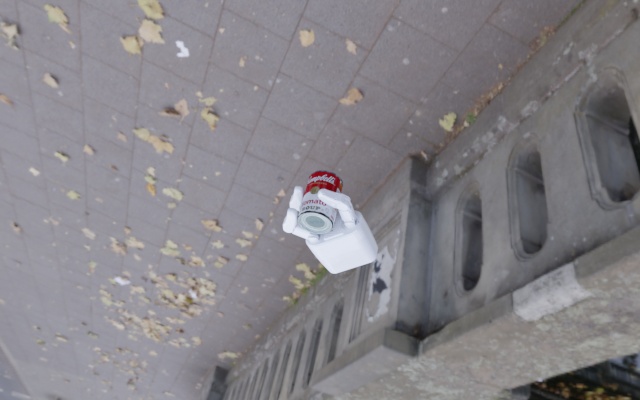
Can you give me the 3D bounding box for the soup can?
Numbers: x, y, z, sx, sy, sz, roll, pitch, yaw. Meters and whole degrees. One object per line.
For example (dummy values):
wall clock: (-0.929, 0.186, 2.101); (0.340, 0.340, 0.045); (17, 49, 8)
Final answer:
soup can: (0.000, 0.003, 0.889); (0.068, 0.102, 0.069); (9, -37, 7)
